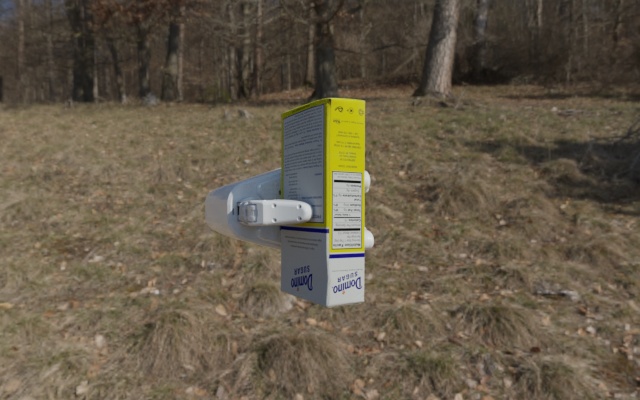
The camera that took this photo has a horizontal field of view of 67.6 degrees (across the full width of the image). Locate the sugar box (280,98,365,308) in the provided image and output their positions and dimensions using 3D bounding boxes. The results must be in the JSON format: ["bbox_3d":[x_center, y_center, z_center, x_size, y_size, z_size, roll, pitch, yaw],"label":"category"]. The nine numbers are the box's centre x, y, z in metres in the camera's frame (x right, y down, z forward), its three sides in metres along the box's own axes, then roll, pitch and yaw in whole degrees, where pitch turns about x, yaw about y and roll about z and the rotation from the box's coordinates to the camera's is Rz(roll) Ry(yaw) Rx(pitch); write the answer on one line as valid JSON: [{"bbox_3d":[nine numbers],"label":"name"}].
[{"bbox_3d":[0.000,0.001,0.439,0.048,0.176,0.093,-2,1,-30],"label":"sugar box"}]
